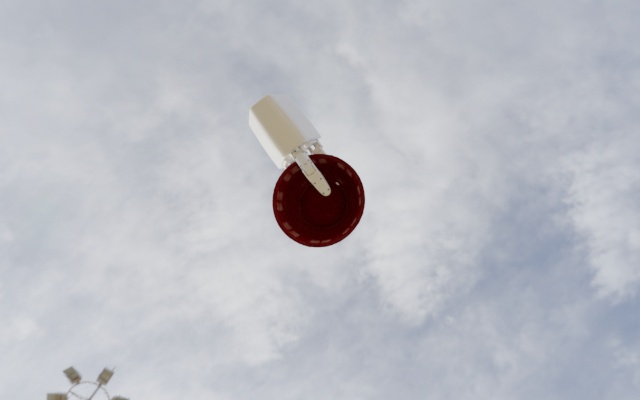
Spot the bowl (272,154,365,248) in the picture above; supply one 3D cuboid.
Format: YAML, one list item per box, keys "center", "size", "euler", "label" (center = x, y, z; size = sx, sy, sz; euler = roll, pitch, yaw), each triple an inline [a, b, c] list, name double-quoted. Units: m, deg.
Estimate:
- center: [0.001, 0.004, 0.836]
  size: [0.162, 0.162, 0.055]
  euler: [0, -8, 11]
  label: "bowl"
